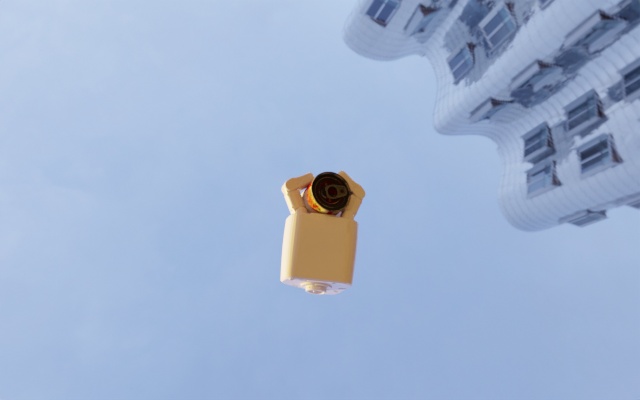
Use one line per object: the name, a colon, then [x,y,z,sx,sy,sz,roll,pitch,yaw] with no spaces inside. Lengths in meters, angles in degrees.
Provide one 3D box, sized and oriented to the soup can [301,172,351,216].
soup can: [0.000,0.002,0.797,0.068,0.068,0.102,0,-20,-22]
